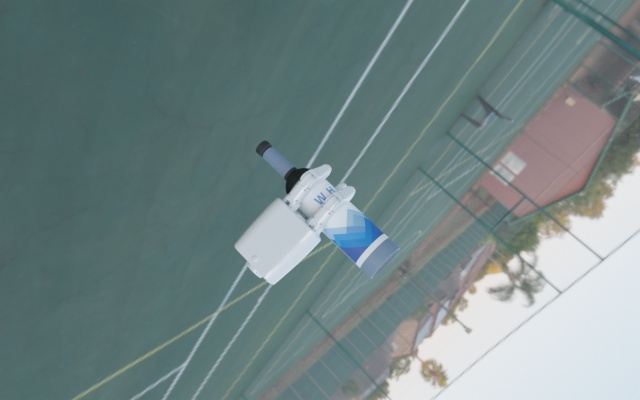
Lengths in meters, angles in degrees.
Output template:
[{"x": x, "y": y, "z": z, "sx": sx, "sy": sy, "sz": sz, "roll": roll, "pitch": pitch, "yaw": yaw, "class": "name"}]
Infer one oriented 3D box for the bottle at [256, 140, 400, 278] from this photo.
[{"x": 0.000, "y": 0.003, "z": 0.794, "sx": 0.295, "sy": 0.069, "sz": 0.069, "roll": 43, "pitch": 14, "yaw": 15, "class": "bottle"}]
